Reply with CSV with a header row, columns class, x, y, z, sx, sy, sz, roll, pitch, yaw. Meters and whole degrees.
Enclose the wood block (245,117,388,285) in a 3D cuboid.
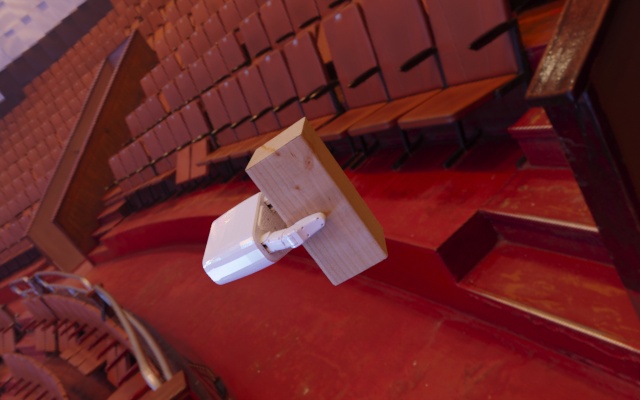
class,x,y,z,sx,sy,sz,roll,pitch,yaw
wood block,0.000,0.002,0.662,0.090,0.206,0.090,-31,19,15
